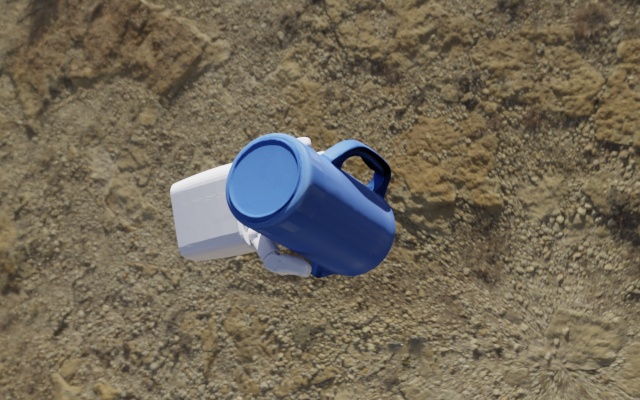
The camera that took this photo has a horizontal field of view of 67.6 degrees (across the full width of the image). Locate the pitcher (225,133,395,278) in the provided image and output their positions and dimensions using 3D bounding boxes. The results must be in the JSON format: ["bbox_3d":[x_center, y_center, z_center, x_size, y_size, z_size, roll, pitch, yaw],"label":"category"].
[{"bbox_3d":[0.000,0.002,0.598,0.145,0.149,0.243,-13,-23,23],"label":"pitcher"}]
